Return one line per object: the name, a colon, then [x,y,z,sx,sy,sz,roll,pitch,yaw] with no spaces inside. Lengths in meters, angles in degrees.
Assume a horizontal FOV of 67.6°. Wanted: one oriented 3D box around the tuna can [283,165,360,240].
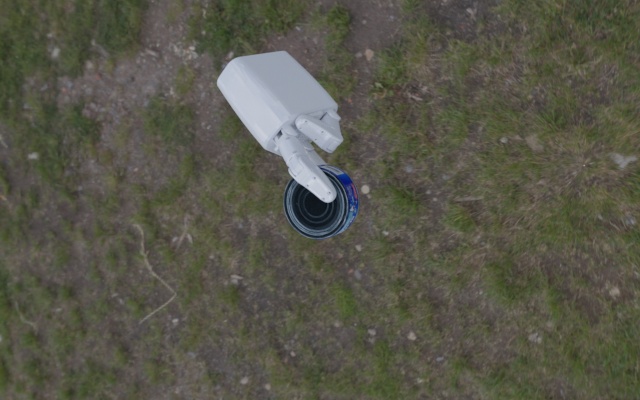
tuna can: [0.000,0.002,0.559,0.086,0.086,0.033,0,8,25]
